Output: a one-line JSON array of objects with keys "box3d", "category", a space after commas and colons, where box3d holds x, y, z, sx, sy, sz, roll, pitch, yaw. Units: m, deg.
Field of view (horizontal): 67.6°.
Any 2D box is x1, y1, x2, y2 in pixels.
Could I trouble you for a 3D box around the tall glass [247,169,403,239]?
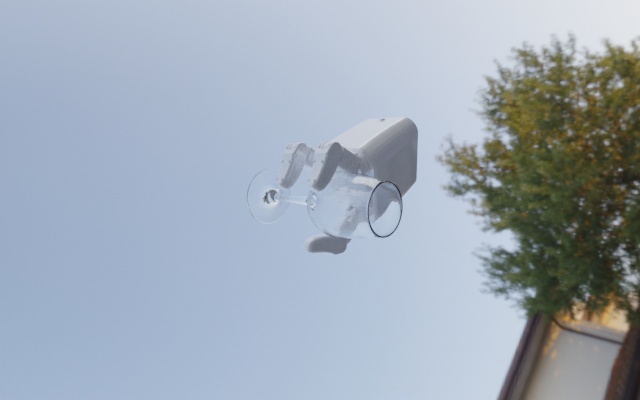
[{"box3d": [0.000, 0.002, 0.579, 0.079, 0.079, 0.201, 0, 5, -45], "category": "tall glass"}]
